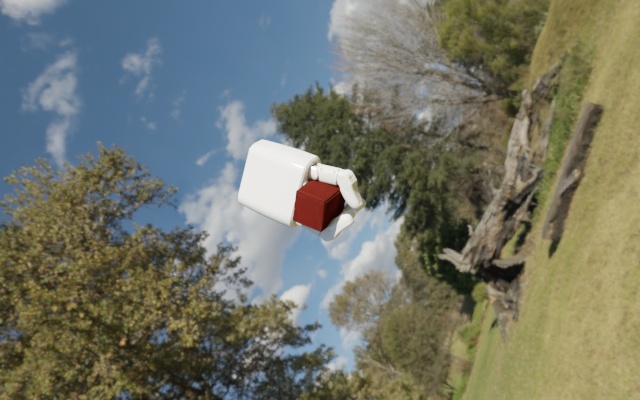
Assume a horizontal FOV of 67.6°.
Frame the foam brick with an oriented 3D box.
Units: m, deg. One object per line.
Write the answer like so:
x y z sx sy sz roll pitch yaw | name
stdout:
0.000 0.002 0.722 0.051 0.053 0.078 21 31 20 | foam brick
